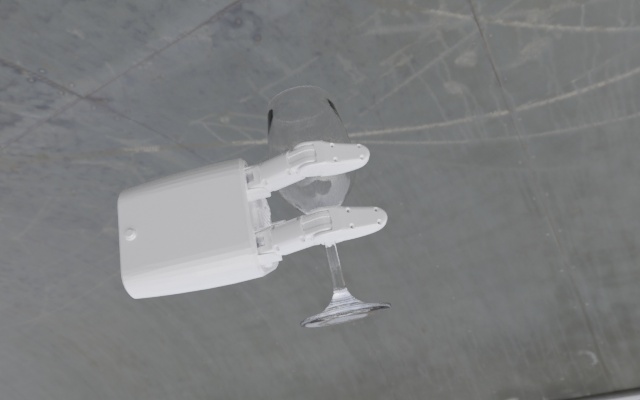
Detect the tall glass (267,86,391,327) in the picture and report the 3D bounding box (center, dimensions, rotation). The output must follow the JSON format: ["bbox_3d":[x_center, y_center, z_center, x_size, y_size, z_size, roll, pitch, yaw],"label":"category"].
[{"bbox_3d":[0.000,0.002,0.414,0.079,0.201,0.079,-11,-21,-4],"label":"tall glass"}]
